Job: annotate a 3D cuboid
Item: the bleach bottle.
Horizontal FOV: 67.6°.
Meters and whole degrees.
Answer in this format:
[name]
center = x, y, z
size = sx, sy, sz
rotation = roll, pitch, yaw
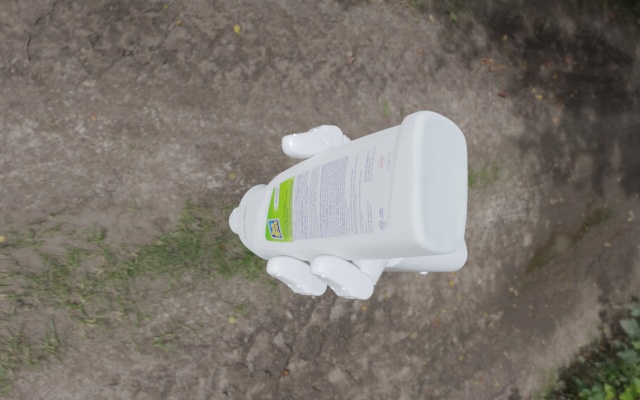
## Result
[bleach bottle]
center = 0.000, 0.001, 0.417
size = 0.068, 0.102, 0.251
rotation = 14, -15, -41
